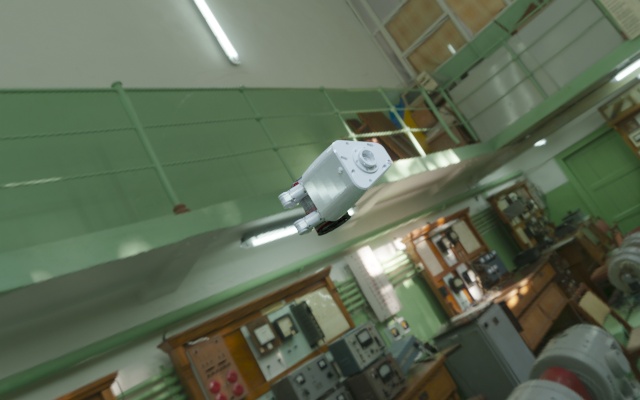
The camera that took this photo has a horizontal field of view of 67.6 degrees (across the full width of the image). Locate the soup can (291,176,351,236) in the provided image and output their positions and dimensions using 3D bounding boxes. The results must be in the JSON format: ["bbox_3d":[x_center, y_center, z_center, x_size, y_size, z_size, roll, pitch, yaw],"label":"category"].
[{"bbox_3d":[0.000,0.003,0.856,0.068,0.102,0.068,-29,-12,-7],"label":"soup can"}]
